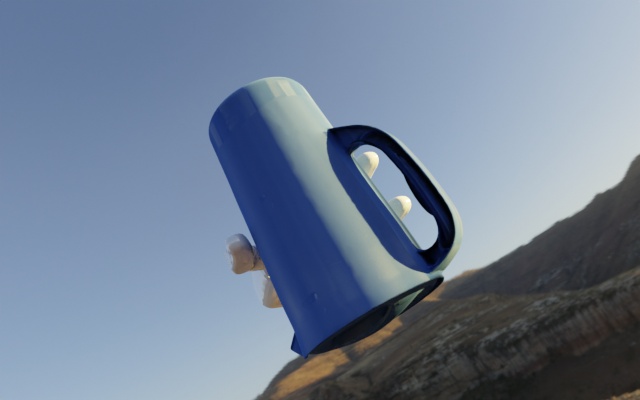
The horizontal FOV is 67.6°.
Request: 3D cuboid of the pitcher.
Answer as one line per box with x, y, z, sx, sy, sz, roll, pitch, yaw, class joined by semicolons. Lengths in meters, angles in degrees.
0.000;0.002;0.432;0.149;0.242;0.145;-22;-23;-19;pitcher
